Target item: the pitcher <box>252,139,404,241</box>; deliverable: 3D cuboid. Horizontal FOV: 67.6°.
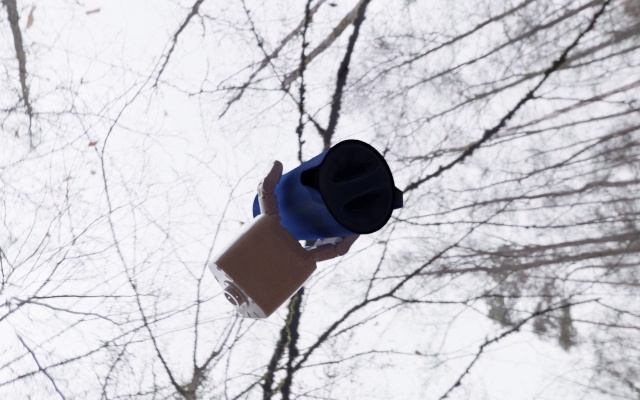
[{"bbox_3d":[0.000,0.003,0.747,0.145,0.149,0.243,-45,15,-32],"label":"pitcher"}]
